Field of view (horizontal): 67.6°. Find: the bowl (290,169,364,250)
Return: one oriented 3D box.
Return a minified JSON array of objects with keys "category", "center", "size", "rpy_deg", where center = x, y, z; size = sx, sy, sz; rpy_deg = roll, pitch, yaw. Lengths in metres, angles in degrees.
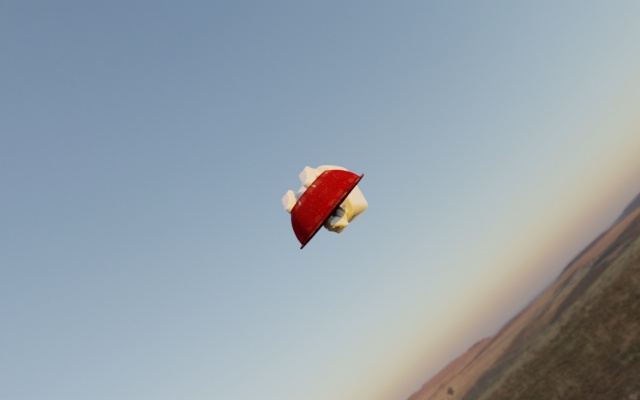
[{"category":"bowl","center":[0.000,0.002,0.783],"size":[0.055,0.162,0.162],"rpy_deg":[40,2,3]}]
